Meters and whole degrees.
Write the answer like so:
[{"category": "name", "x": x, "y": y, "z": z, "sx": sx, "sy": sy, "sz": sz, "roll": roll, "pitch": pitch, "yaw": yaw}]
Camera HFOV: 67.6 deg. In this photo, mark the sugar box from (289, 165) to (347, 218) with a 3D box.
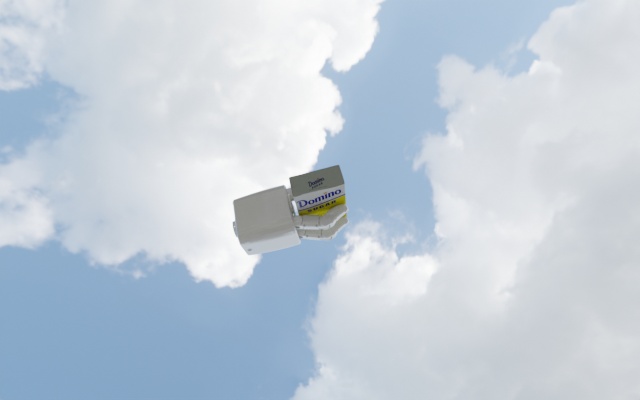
[{"category": "sugar box", "x": 0.000, "y": 0.003, "z": 0.888, "sx": 0.093, "sy": 0.048, "sz": 0.176, "roll": -14, "pitch": -23, "yaw": -1}]
